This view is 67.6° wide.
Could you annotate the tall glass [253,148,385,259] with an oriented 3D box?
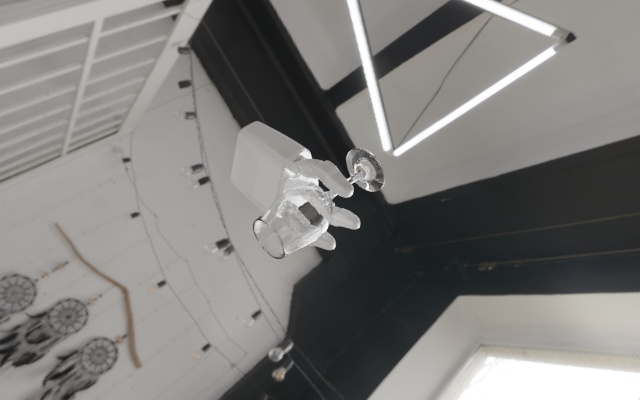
[{"bbox_3d":[0.001,0.002,0.673,0.201,0.079,0.079,-36,21,-33],"label":"tall glass"}]
